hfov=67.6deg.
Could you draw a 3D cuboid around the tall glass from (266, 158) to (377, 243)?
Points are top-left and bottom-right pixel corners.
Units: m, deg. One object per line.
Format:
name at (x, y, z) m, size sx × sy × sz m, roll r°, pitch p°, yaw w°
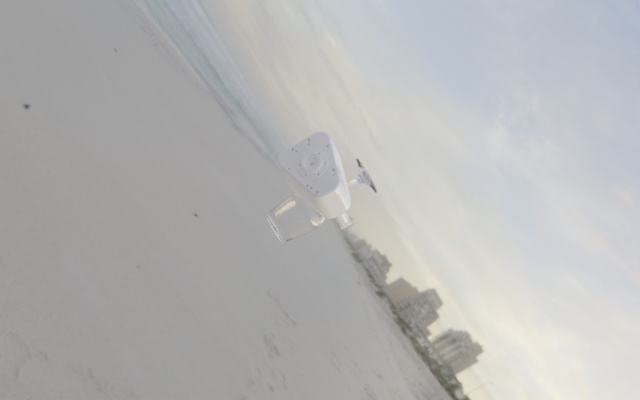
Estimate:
tall glass at (0.001, 0.003, 0.887) m, size 0.201 × 0.079 × 0.079 m, roll -30°, pitch 0°, yaw 0°
